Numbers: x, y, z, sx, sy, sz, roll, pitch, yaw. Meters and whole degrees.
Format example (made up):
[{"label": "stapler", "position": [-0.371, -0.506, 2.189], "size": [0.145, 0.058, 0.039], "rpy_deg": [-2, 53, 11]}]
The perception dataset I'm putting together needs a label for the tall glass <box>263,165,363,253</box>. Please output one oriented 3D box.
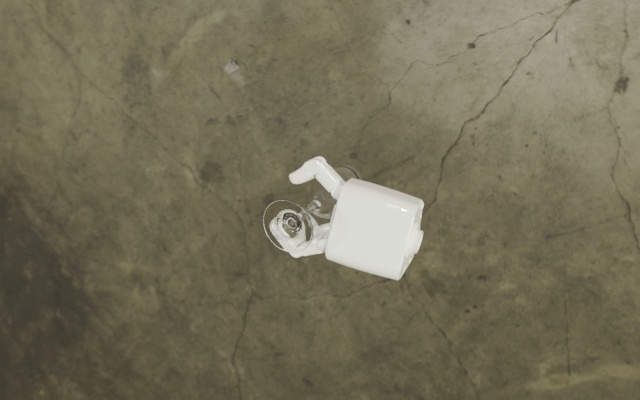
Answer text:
[{"label": "tall glass", "position": [0.000, 0.002, 0.702], "size": [0.079, 0.079, 0.201], "rpy_deg": [0, 19, 27]}]
